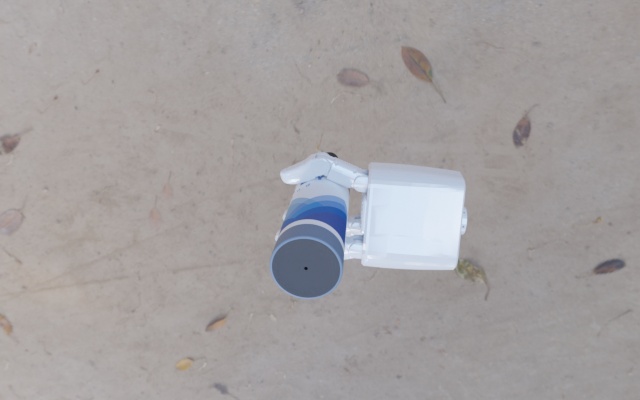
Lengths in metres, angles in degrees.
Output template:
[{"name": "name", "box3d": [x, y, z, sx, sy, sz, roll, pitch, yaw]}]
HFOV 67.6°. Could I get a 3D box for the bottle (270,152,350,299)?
[{"name": "bottle", "box3d": [0.000, 0.002, 0.560, 0.069, 0.069, 0.295, 0, 24, 6]}]
